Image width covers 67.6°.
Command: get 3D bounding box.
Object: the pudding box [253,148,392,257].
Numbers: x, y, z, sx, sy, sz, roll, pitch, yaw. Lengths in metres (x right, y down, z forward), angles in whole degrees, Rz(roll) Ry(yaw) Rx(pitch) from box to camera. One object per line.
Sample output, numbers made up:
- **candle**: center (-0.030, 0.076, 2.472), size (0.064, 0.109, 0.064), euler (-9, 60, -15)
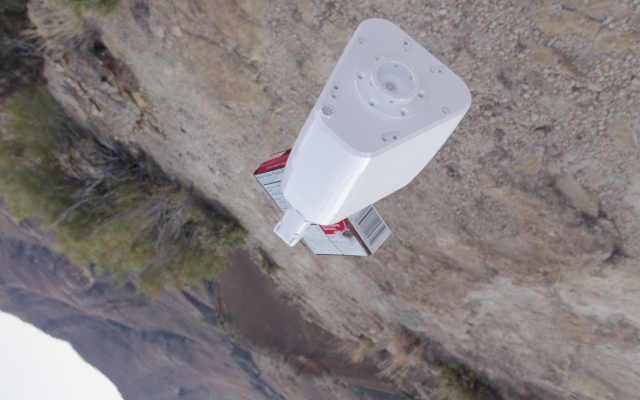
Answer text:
- **pudding box**: center (0.000, 0.002, 0.448), size (0.039, 0.113, 0.090), euler (-46, 22, -29)
